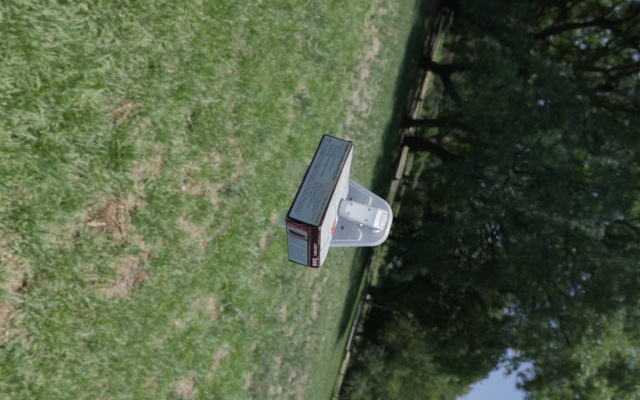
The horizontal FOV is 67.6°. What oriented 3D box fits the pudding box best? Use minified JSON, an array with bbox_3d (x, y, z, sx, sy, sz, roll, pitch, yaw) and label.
[{"bbox_3d":[0.000,0.002,0.500,0.039,0.113,0.090,14,-33,9],"label":"pudding box"}]
